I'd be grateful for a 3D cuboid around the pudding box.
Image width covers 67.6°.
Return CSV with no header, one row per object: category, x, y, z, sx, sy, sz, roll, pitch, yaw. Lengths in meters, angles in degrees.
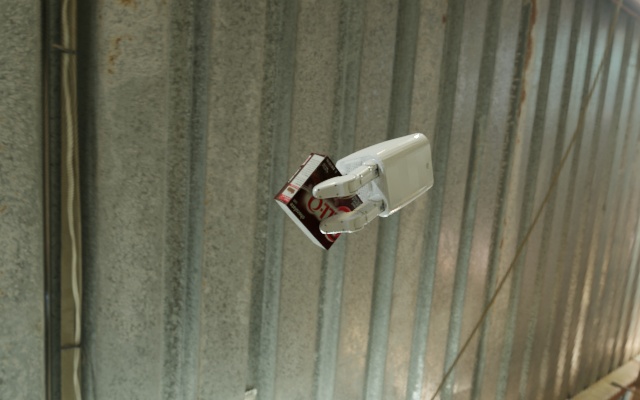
pudding box,0.000,0.002,0.670,0.039,0.090,0.113,20,-23,50
